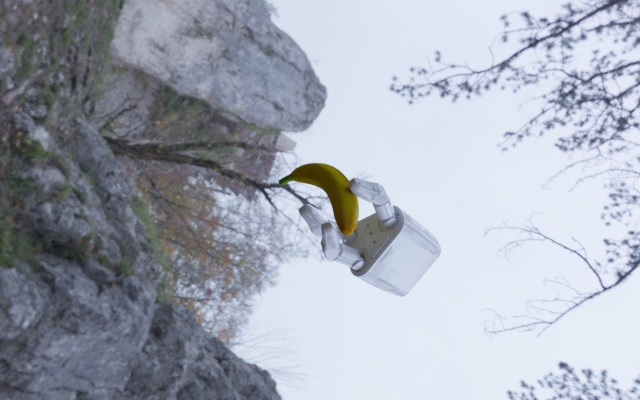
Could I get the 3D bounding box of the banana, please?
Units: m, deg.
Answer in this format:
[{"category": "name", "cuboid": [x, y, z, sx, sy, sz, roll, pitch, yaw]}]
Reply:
[{"category": "banana", "cuboid": [0.010, -0.014, 0.677, 0.037, 0.069, 0.197, 37, 0, -36]}]
